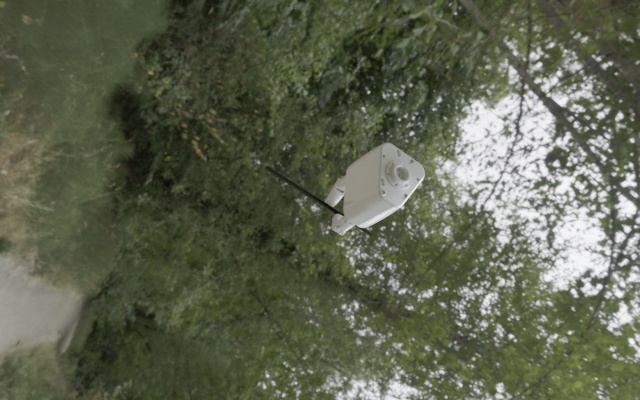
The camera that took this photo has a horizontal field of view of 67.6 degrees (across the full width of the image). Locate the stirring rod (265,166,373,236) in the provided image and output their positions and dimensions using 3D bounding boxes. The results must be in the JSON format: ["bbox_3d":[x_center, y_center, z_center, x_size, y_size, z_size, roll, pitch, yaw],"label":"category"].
[{"bbox_3d":[0.000,0.003,0.890,0.239,0.011,0.011,32,-9,-15],"label":"stirring rod"}]
